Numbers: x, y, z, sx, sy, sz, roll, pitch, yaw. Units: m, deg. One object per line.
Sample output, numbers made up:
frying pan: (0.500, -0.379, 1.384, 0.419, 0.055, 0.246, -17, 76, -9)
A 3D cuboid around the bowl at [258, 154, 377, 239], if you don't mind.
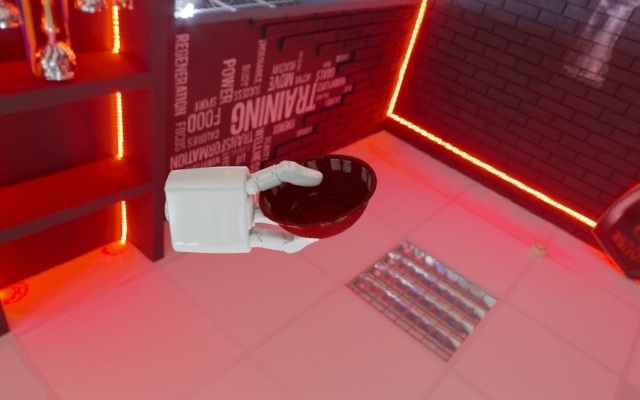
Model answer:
bowl: (0.001, 0.002, 0.651, 0.162, 0.055, 0.162, -10, 36, 7)
